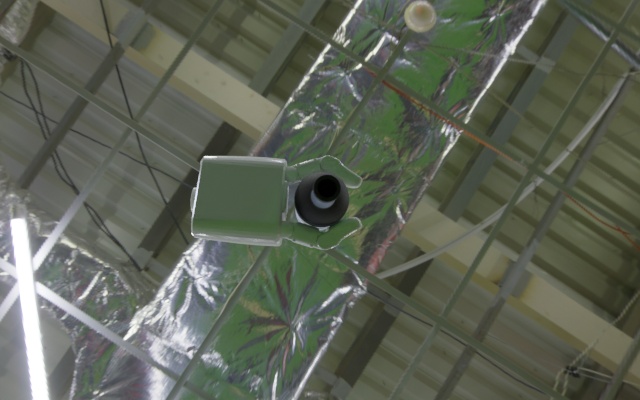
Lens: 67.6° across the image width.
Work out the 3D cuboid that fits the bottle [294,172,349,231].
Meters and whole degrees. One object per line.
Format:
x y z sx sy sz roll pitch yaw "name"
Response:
0.000 0.002 0.611 0.069 0.069 0.296 0 -5 -3 "bottle"
